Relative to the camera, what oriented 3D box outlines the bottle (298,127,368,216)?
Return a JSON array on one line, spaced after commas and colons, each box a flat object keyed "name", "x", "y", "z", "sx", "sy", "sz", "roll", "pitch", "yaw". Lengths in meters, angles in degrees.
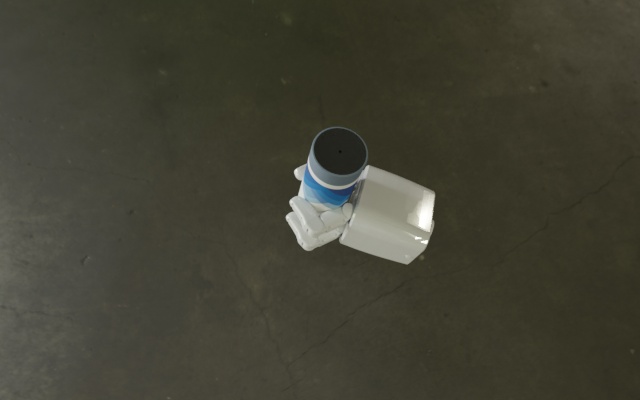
[{"name": "bottle", "x": 0.000, "y": 0.002, "z": 0.681, "sx": 0.069, "sy": 0.069, "sz": 0.296, "roll": 0, "pitch": -24, "yaw": -10}]
